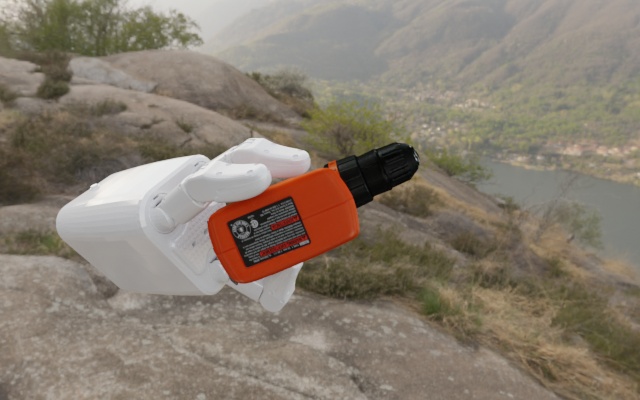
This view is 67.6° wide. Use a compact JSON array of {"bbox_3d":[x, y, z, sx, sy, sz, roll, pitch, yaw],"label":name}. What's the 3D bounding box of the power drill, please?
[{"bbox_3d":[0.000,0.001,0.404,0.184,0.057,0.187,-24,2,11],"label":"power drill"}]
